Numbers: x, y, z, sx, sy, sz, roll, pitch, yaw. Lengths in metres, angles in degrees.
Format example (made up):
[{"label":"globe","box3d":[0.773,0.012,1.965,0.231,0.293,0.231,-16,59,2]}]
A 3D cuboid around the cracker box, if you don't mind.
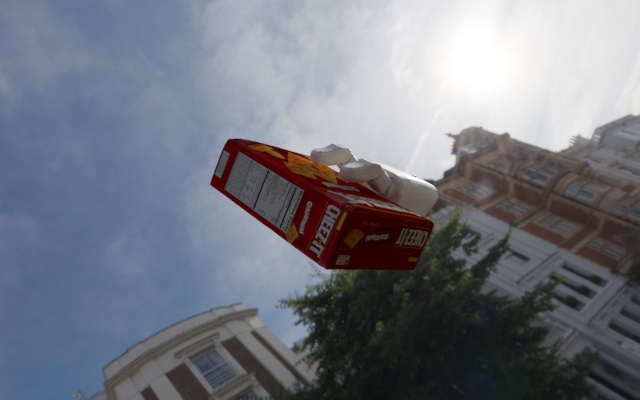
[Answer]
[{"label":"cracker box","box3d":[0.000,0.002,0.562,0.213,0.072,0.164,31,14,40]}]
